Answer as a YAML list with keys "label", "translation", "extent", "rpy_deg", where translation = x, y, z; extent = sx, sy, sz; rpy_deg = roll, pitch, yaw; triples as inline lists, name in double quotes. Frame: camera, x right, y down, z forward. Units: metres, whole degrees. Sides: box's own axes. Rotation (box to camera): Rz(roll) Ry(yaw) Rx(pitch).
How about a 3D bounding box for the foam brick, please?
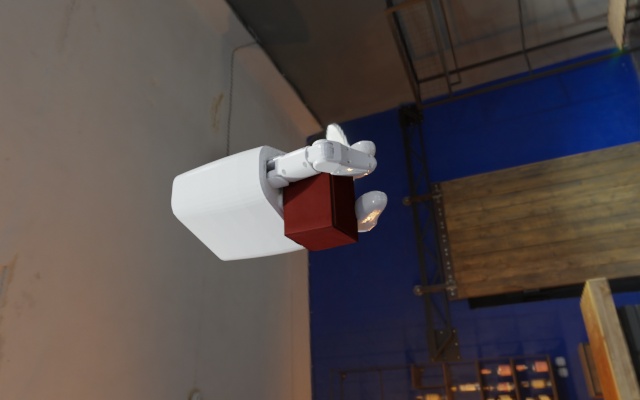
- label: "foam brick"
  translation: [0.000, 0.002, 0.444]
  extent: [0.051, 0.078, 0.053]
  rpy_deg: [-15, -28, 23]
